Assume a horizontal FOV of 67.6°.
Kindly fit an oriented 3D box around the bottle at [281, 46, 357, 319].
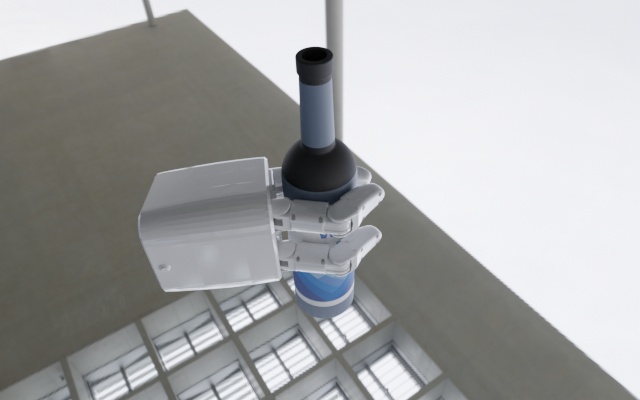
[{"bbox_3d":[0.000,0.002,0.442,0.069,0.296,0.069,-1,45,1],"label":"bottle"}]
